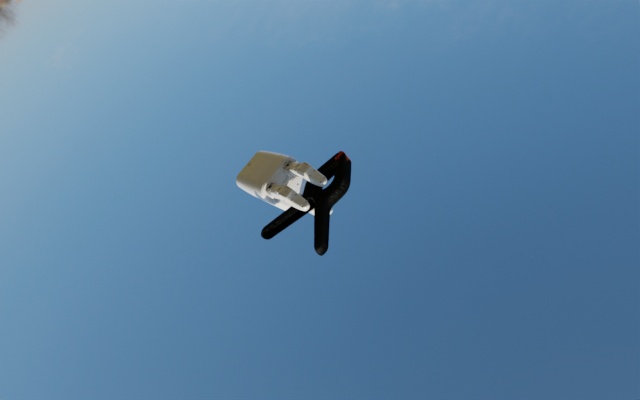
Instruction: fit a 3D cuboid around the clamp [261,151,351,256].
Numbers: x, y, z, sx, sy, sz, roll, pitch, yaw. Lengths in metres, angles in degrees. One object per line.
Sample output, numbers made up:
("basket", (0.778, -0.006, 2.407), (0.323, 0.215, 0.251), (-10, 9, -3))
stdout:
("clamp", (0.001, 0.003, 0.845), (0.164, 0.210, 0.036), (20, -22, 49))
